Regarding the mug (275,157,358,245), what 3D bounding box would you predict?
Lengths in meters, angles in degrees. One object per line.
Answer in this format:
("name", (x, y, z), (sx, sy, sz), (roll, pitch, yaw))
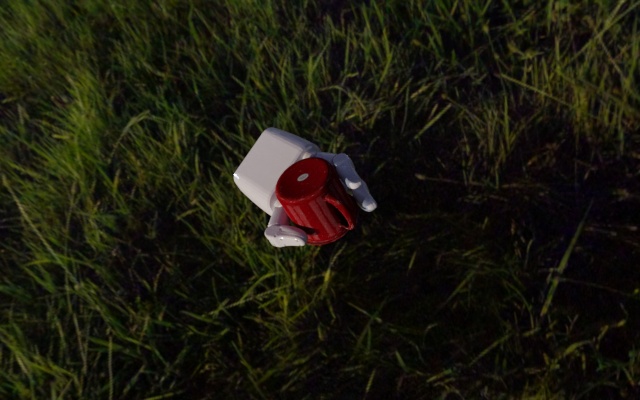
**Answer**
("mug", (0.001, 0.002, 0.617), (0.117, 0.093, 0.081), (30, -21, 45))
